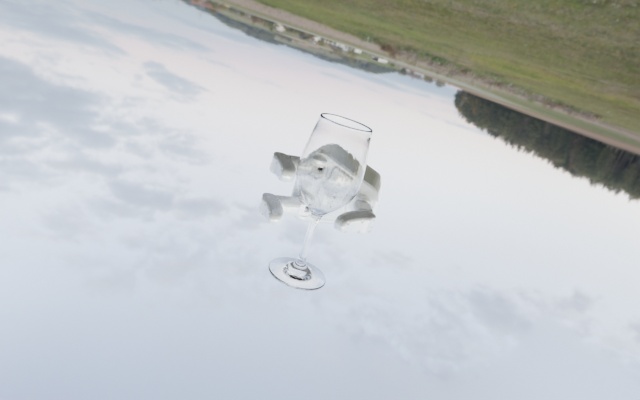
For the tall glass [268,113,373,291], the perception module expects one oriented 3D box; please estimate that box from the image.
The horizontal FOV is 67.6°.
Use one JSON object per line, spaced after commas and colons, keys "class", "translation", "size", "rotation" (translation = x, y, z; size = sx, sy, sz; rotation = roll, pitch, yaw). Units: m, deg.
{"class": "tall glass", "translation": [0.000, 0.003, 0.566], "size": [0.079, 0.201, 0.079], "rotation": [16, 19, -6]}
